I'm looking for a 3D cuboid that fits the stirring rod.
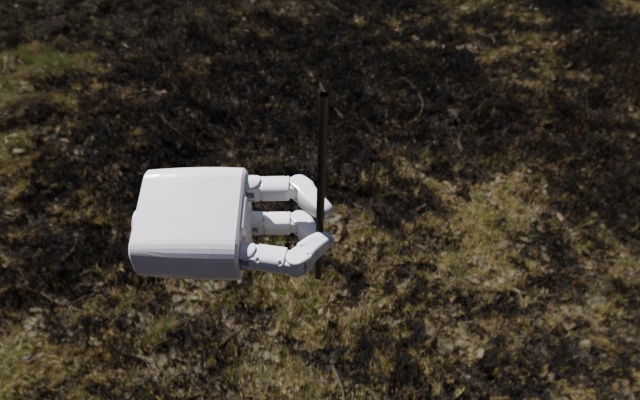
[{"bbox_3d":[0.000,0.002,0.465,0.011,0.240,0.011,1,44,-1],"label":"stirring rod"}]
